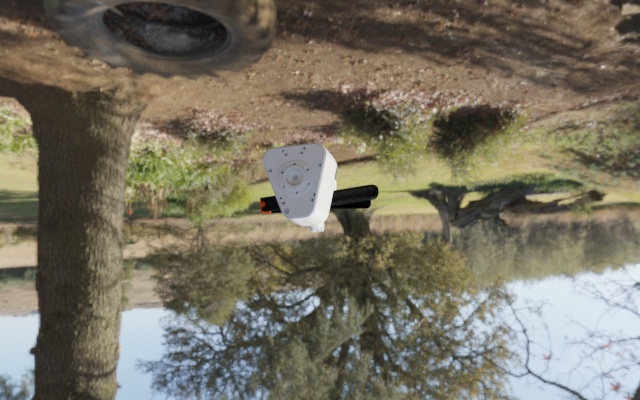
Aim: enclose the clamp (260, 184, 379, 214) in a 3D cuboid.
[{"bbox_3d":[0.000,0.004,0.850,0.210,0.036,0.164,-5,-8,8],"label":"clamp"}]
